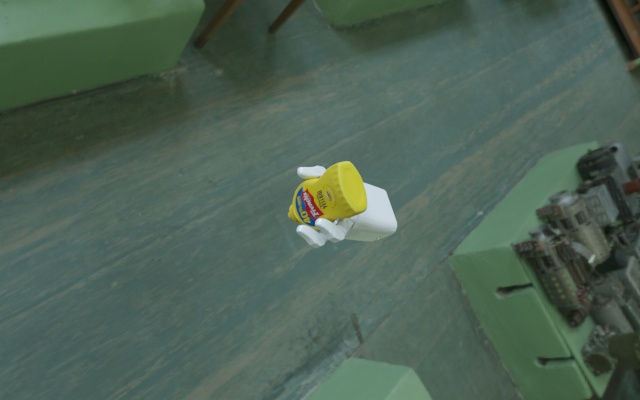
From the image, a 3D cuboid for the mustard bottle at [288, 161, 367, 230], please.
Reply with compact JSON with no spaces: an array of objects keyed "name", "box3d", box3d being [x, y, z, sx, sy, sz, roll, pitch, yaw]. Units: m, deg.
[{"name":"mustard bottle","box3d":[0.000,0.003,0.890,0.058,0.096,0.192,-17,-6,-41]}]
